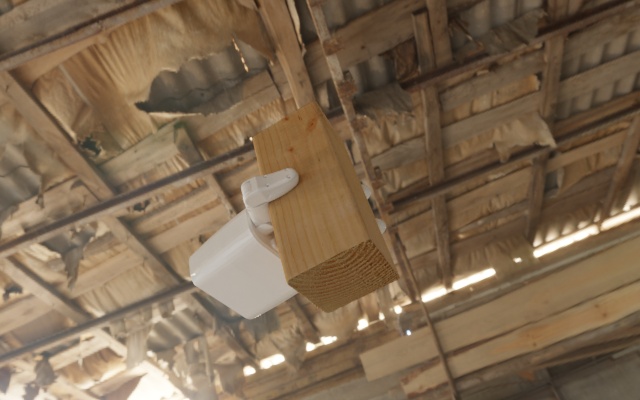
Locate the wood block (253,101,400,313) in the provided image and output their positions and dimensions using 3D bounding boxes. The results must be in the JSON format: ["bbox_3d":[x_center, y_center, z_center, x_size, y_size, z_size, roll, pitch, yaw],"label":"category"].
[{"bbox_3d":[0.000,0.002,0.522,0.090,0.206,0.091,-28,-41,11],"label":"wood block"}]
